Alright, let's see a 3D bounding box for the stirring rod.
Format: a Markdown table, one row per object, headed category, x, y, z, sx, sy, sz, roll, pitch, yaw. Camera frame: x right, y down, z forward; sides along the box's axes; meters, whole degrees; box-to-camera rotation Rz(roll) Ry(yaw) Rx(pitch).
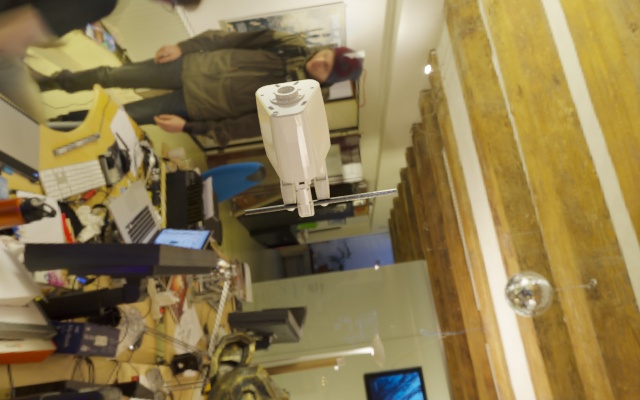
| category | x | y | z | sx | sy | sz | roll | pitch | yaw |
| --- | --- | --- | --- | --- | --- | --- | --- | --- | --- |
| stirring rod | 0.000 | 0.002 | 0.753 | 0.239 | 0.011 | 0.011 | -8 | 0 | 2 |
